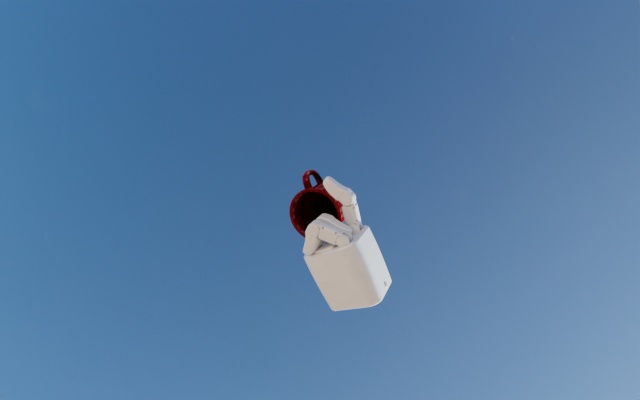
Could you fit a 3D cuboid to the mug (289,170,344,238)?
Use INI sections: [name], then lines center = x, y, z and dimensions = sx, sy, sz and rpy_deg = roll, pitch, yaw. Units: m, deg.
[mug]
center = 0.000, 0.001, 0.826
dimensions = 0.093, 0.117, 0.081
rpy_deg = -20, 8, 26
